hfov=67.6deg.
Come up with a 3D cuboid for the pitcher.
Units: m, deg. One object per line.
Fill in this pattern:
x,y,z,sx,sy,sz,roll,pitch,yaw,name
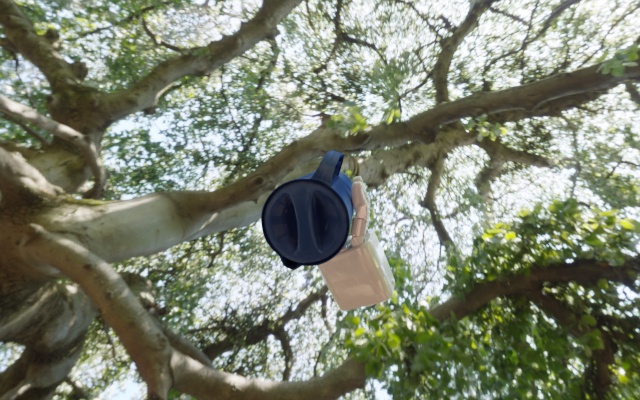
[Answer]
0.000,0.003,0.808,0.149,0.145,0.242,-24,6,13,pitcher
